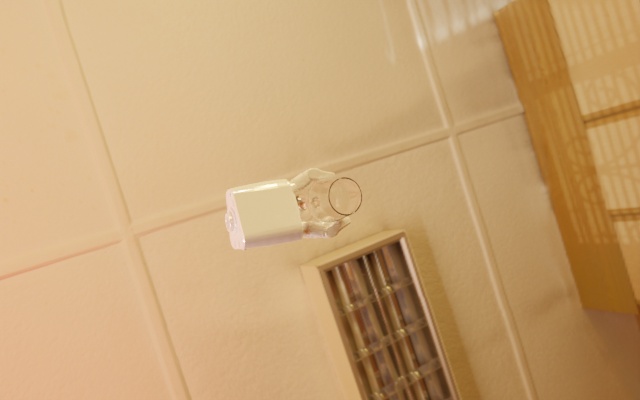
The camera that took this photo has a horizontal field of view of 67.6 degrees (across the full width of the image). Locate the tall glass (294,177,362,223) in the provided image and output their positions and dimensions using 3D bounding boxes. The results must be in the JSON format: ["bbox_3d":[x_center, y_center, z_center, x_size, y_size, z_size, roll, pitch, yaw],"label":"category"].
[{"bbox_3d":[0.000,0.003,0.856,0.079,0.079,0.201,0,-6,-24],"label":"tall glass"}]
